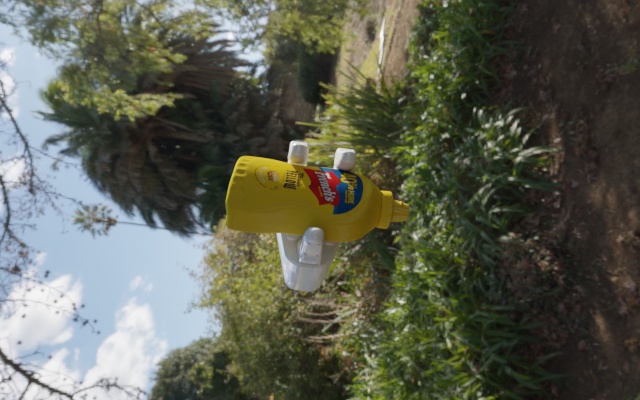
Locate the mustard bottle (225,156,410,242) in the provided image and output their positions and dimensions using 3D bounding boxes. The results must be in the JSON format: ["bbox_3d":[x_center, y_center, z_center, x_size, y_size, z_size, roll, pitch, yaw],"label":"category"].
[{"bbox_3d":[0.000,0.001,0.515,0.191,0.058,0.096,8,36,-3],"label":"mustard bottle"}]
